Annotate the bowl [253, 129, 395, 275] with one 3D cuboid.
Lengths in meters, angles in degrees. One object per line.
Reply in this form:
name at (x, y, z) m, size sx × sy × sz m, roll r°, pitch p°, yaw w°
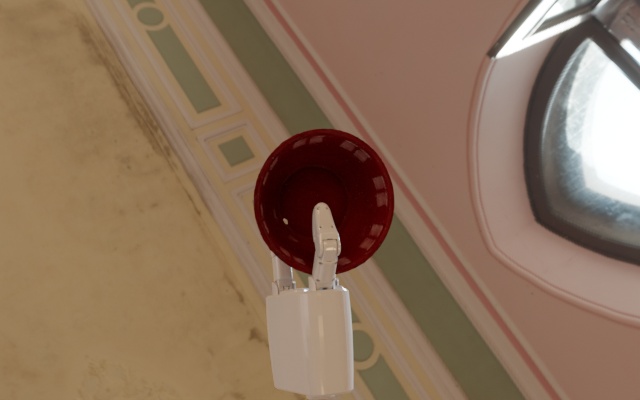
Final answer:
bowl at (0.000, 0.000, 0.546) m, size 0.162 × 0.162 × 0.055 m, roll 0°, pitch 0°, yaw -17°
